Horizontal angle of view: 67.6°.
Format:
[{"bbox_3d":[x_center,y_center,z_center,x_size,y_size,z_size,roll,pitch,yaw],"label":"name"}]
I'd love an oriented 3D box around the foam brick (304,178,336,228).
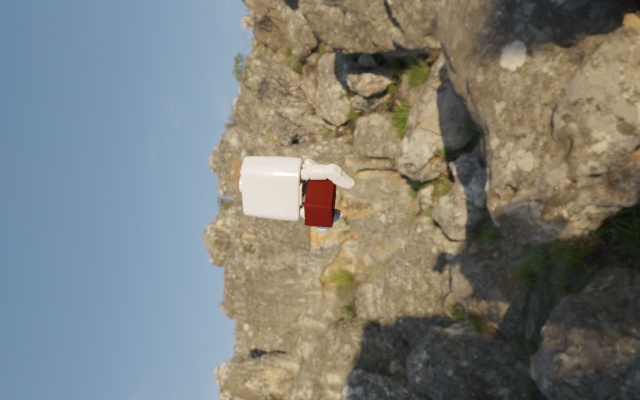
[{"bbox_3d":[0.000,0.003,0.855,0.051,0.078,0.053,4,-43,4],"label":"foam brick"}]
